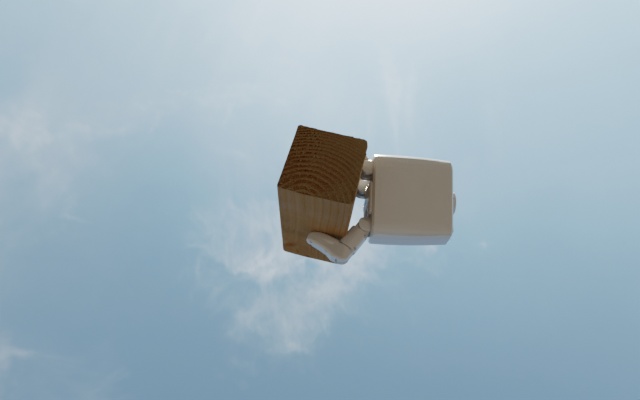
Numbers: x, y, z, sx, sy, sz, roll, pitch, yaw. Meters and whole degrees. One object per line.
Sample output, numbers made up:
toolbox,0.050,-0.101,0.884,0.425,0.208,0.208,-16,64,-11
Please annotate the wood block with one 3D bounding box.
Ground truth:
wood block,0.000,0.003,0.641,0.090,0.090,0.206,14,-26,5
